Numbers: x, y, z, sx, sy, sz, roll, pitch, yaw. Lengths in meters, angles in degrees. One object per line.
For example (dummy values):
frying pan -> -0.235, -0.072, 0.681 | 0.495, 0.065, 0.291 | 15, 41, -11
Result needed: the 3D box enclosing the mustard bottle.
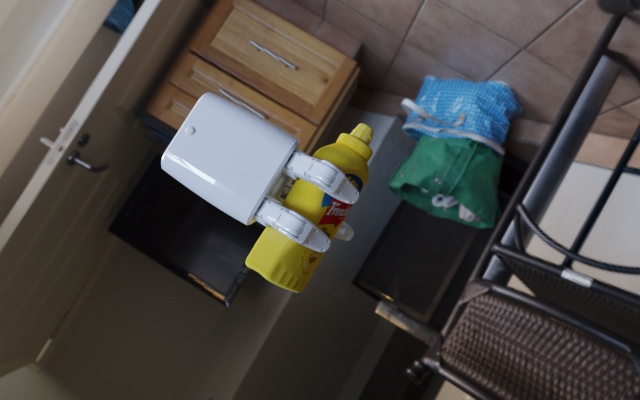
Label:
mustard bottle -> 0.000, 0.002, 0.509 | 0.058, 0.191, 0.096 | 29, -6, 27
